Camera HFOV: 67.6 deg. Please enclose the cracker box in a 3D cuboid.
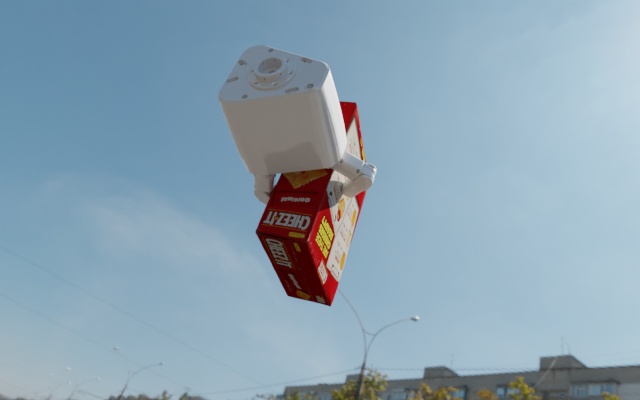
[{"bbox_3d":[0.000,0.002,0.621,0.072,0.213,0.164,8,-34,18],"label":"cracker box"}]
